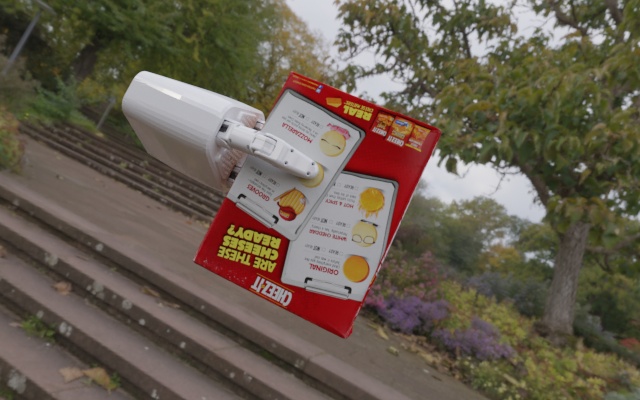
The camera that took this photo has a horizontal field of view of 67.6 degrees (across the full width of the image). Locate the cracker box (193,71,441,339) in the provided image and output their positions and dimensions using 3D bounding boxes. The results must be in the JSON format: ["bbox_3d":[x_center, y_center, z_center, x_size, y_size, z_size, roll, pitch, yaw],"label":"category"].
[{"bbox_3d":[0.000,0.001,0.478,0.164,0.213,0.072,24,-7,13],"label":"cracker box"}]
